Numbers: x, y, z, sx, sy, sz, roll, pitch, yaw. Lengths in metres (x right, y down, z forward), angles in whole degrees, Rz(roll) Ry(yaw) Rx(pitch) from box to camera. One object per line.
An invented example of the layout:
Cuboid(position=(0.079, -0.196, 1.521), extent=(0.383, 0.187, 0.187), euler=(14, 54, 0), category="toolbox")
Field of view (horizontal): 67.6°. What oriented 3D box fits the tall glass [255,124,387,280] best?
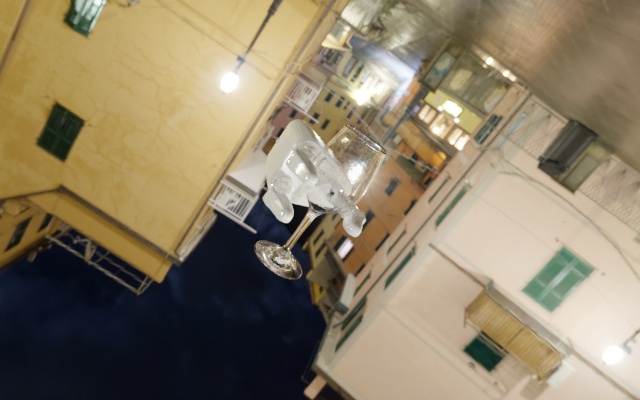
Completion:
Cuboid(position=(0.000, 0.003, 0.607), extent=(0.079, 0.201, 0.079), euler=(33, 17, -11), category="tall glass")
